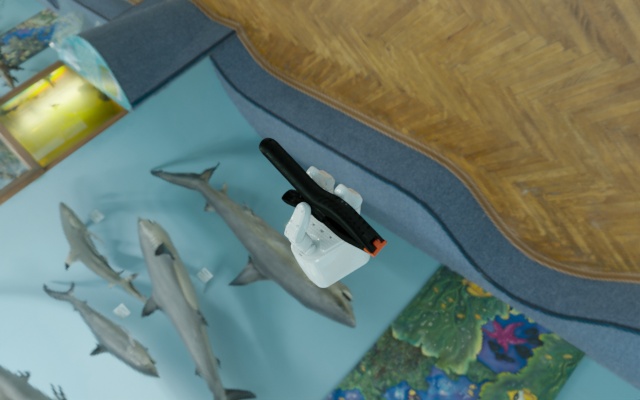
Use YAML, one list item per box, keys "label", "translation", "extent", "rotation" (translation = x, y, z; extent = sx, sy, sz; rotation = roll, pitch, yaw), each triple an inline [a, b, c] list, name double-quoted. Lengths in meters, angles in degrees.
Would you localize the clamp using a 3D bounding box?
- label: "clamp"
  translation: [0.000, 0.003, 0.663]
  extent: [0.210, 0.036, 0.165]
  rotation: [35, -16, 30]
